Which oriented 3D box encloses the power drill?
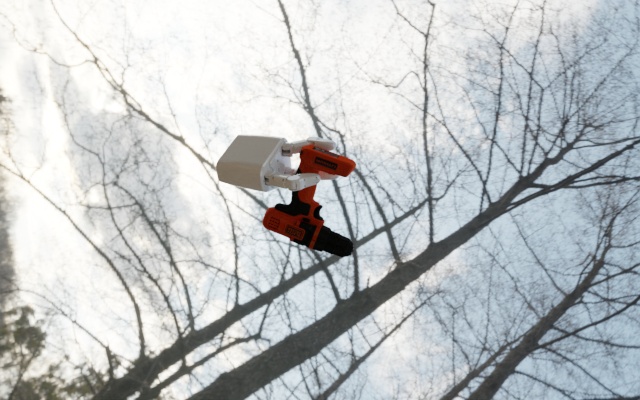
[{"bbox_3d":[0.000,0.002,0.899,0.184,0.188,0.057,21,14,0],"label":"power drill"}]
